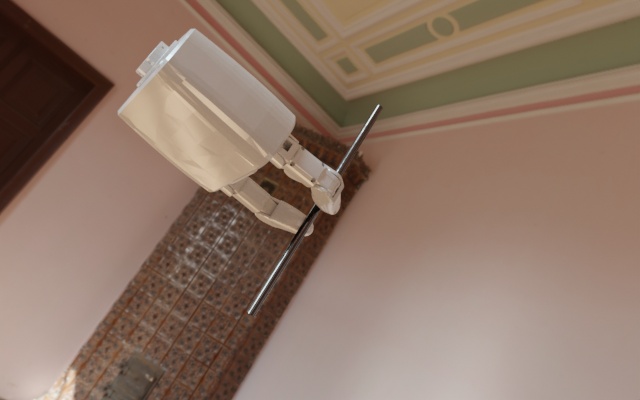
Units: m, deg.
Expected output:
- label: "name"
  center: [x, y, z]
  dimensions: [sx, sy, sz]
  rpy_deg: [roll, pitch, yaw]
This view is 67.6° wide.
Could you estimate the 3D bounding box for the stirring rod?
- label: "stirring rod"
  center: [0.000, 0.002, 0.448]
  dimensions: [0.011, 0.239, 0.011]
  rpy_deg: [28, -19, 11]
